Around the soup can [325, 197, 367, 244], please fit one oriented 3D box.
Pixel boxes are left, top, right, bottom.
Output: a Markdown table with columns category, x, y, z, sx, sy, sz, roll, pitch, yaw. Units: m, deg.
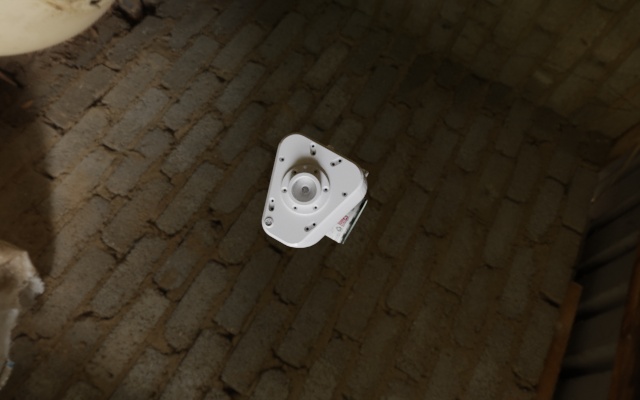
| category | x | y | z | sx | sy | sz | roll | pitch | yaw |
| --- | --- | --- | --- | --- | --- | --- | --- | --- | --- |
| soup can | 0.000 | 0.002 | 0.608 | 0.102 | 0.068 | 0.068 | 29 | 3 | 6 |
